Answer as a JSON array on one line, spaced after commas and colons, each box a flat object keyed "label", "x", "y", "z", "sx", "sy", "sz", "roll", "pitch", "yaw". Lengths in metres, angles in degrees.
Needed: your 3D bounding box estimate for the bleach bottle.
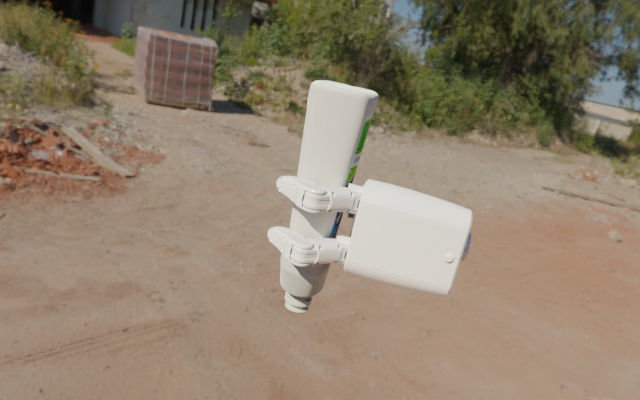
[{"label": "bleach bottle", "x": 0.000, "y": 0.002, "z": 0.519, "sx": 0.068, "sy": 0.251, "sz": 0.102, "roll": 15, "pitch": 17, "yaw": 7}]
